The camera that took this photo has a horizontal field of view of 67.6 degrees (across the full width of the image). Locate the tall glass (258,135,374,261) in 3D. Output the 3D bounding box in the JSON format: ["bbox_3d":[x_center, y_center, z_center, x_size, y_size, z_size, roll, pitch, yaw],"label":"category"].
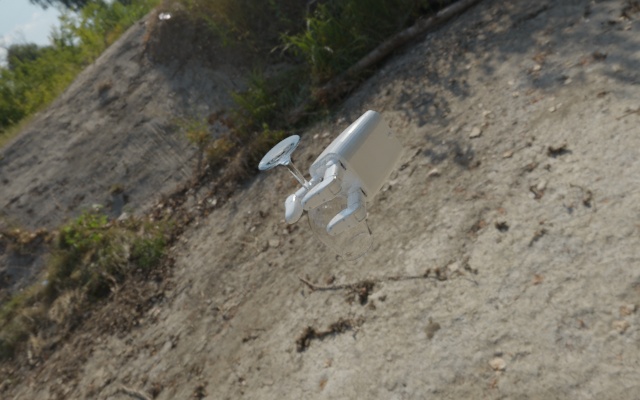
[{"bbox_3d":[0.000,0.002,0.709,0.079,0.201,0.079,-32,25,17],"label":"tall glass"}]
